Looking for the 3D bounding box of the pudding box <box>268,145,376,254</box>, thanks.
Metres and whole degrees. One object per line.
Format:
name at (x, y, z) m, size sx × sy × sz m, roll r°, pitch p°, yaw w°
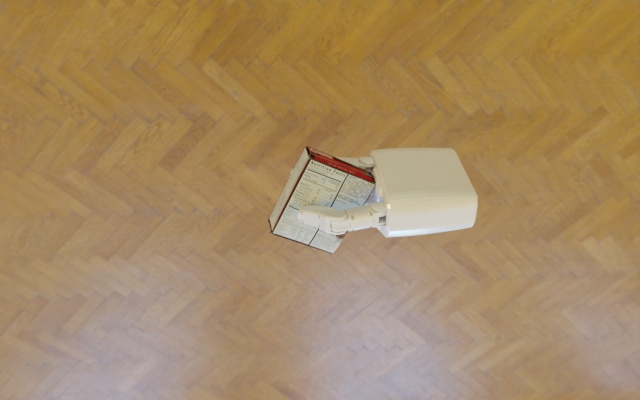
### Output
pudding box at (0.000, 0.002, 0.573) m, size 0.090 × 0.113 × 0.039 m, roll 21°, pitch 22°, yaw -19°
